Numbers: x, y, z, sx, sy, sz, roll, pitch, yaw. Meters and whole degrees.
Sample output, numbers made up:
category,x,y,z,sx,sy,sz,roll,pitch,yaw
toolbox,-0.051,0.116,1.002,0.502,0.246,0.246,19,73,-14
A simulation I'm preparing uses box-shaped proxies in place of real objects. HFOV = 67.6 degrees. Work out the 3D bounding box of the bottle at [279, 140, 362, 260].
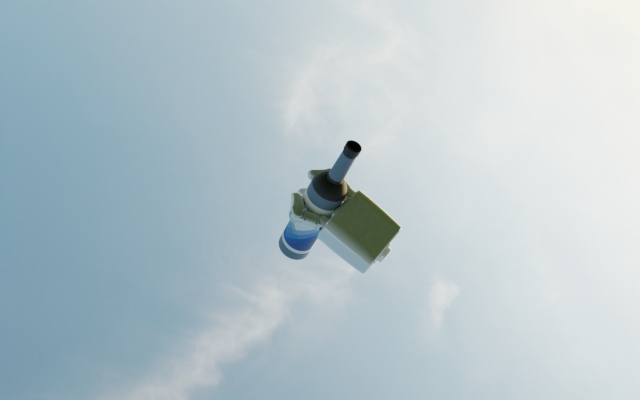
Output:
category,x,y,z,sx,sy,sz,roll,pitch,yaw
bottle,0.000,0.003,0.862,0.069,0.069,0.296,0,-37,-27
